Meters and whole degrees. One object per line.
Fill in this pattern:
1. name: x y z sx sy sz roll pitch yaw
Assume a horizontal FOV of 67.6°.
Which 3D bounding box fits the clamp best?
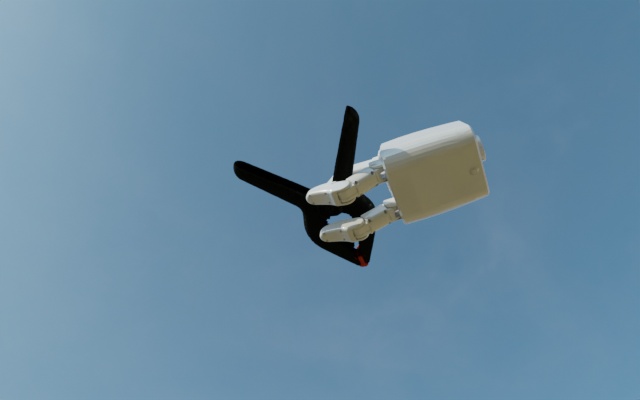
1. clamp: 0.001 0.002 0.598 0.164 0.210 0.036 -17 28 14
